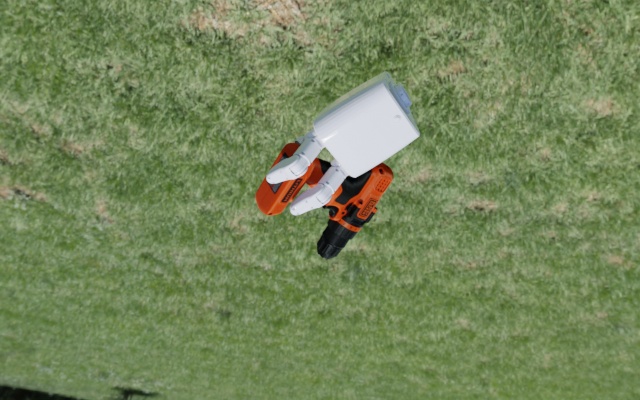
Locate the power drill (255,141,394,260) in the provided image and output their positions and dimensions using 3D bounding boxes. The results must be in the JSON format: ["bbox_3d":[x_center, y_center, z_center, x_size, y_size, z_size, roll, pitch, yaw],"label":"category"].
[{"bbox_3d":[0.000,0.002,0.712,0.188,0.184,0.057,17,23,-40],"label":"power drill"}]
